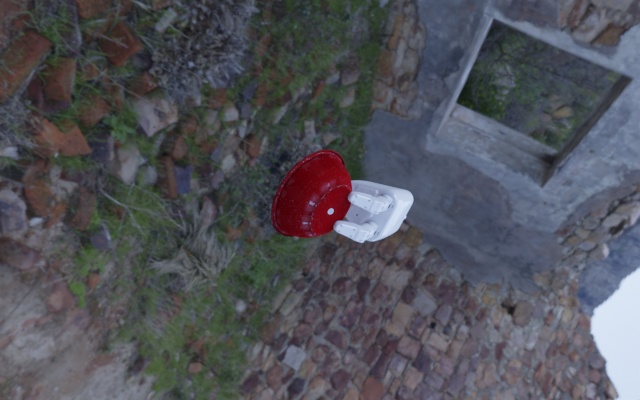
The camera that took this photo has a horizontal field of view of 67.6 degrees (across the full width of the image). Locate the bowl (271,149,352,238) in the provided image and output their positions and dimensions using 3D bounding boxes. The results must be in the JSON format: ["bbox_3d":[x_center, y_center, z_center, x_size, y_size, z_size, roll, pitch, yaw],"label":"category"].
[{"bbox_3d":[-0.001,0.003,0.760,0.055,0.162,0.162,36,22,33],"label":"bowl"}]
